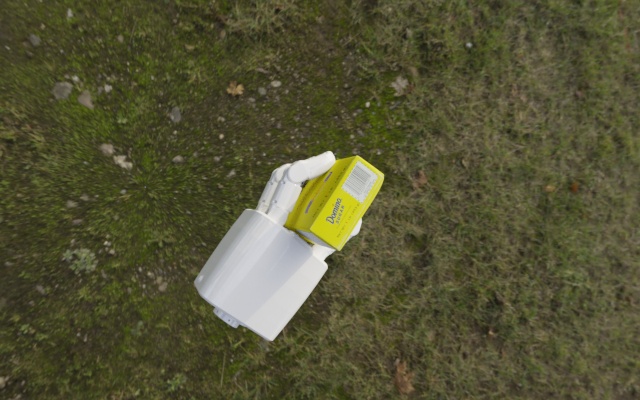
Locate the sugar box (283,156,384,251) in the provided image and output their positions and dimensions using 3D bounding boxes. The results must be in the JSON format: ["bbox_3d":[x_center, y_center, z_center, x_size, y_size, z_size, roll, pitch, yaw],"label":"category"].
[{"bbox_3d":[0.000,0.002,0.555,0.048,0.093,0.176,37,-11,-17],"label":"sugar box"}]
